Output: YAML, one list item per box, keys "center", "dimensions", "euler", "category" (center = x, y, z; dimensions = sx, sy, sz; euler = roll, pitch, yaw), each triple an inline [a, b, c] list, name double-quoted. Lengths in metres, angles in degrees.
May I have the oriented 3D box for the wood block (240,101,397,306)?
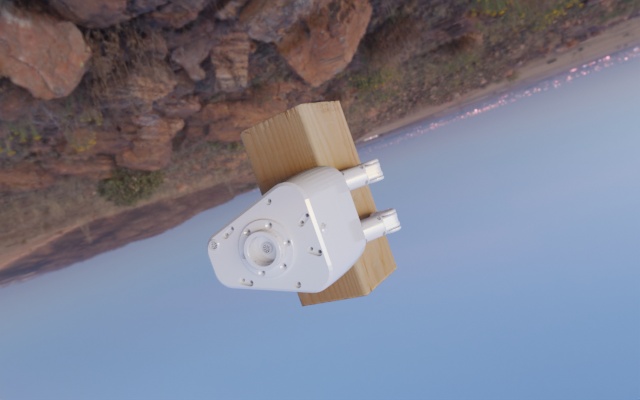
- center: [0.000, 0.002, 0.542]
  dimensions: [0.091, 0.206, 0.090]
  euler: [-17, 4, 33]
  category: "wood block"
